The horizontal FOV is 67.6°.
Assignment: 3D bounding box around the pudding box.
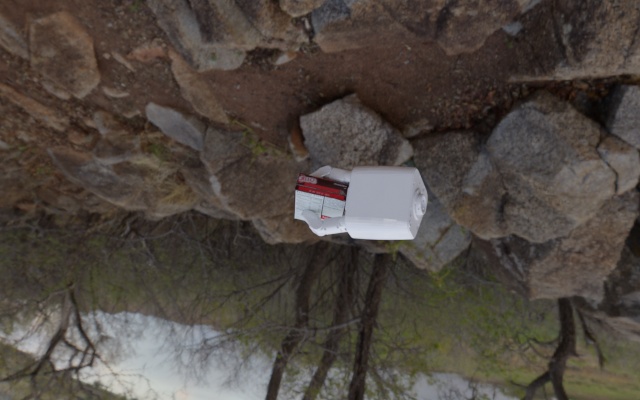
[{"bbox_3d":[0.000,0.003,0.828,0.090,0.039,0.114,14,-30,3],"label":"pudding box"}]
